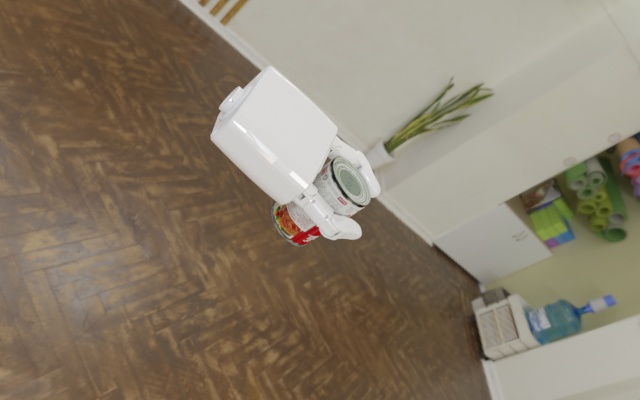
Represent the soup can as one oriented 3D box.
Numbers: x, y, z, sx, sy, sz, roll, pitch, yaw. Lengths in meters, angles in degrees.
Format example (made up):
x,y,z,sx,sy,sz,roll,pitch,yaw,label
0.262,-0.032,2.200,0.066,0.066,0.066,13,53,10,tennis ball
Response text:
x,y,z,sx,sy,sz,roll,pitch,yaw,label
0.001,0.002,0.569,0.102,0.068,0.068,-34,-19,30,soup can
